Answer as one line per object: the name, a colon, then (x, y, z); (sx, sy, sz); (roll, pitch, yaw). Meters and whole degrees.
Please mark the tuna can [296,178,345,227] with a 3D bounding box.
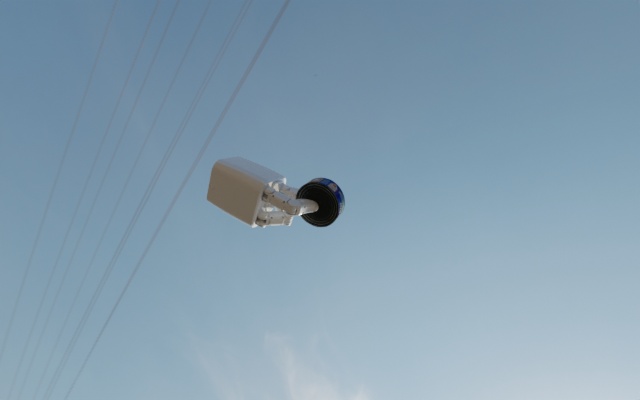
tuna can: (0.000, 0.003, 0.860); (0.086, 0.086, 0.033); (0, 20, 27)
